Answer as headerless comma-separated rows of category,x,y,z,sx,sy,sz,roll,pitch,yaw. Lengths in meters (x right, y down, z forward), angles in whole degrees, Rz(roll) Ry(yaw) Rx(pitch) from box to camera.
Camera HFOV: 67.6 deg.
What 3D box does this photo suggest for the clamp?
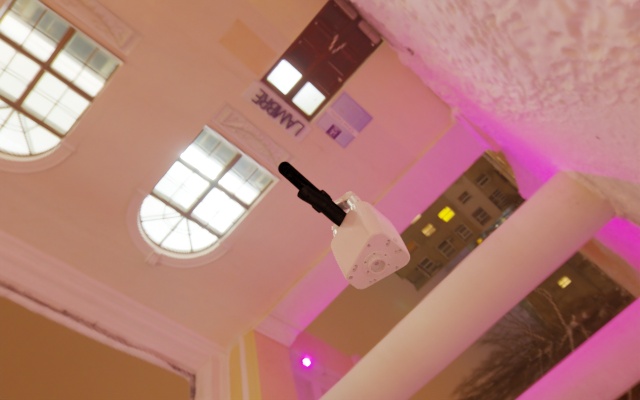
clamp,0.000,0.003,0.842,0.171,0.039,0.120,38,13,-26
